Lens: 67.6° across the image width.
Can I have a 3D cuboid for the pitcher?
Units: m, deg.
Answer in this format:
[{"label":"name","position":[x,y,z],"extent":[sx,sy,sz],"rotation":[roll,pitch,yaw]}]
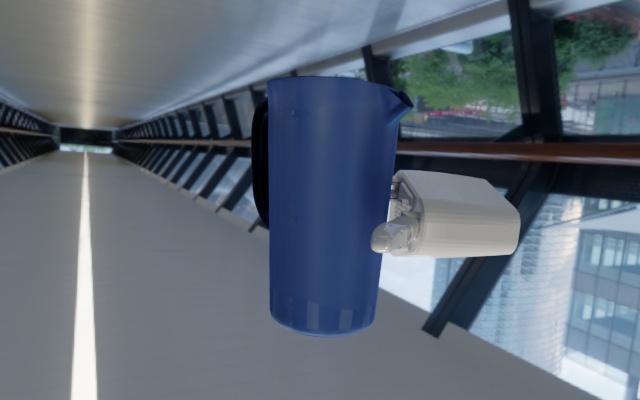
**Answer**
[{"label":"pitcher","position":[0.000,0.002,0.483],"extent":[0.145,0.243,0.149],"rotation":[3,7,-8]}]
